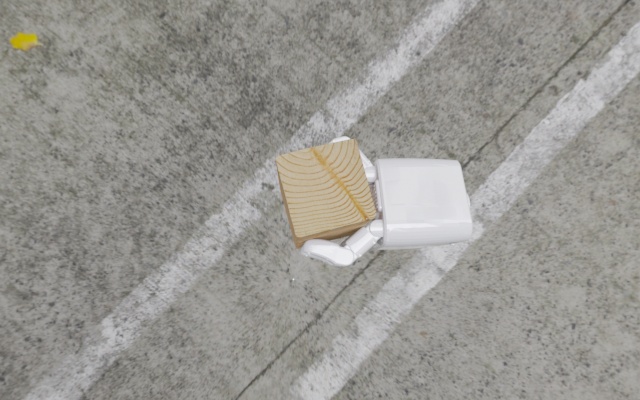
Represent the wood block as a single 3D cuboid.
[{"bbox_3d":[0.000,0.002,0.595,0.090,0.091,0.206,-14,-8,-5],"label":"wood block"}]
